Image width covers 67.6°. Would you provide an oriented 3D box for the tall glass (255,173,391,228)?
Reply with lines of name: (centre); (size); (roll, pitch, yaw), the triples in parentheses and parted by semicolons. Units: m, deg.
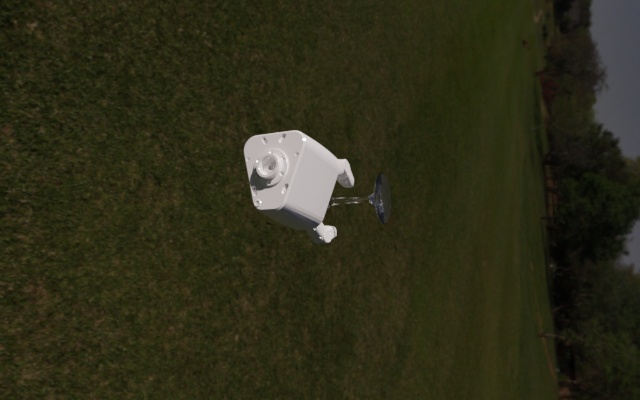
tall glass: (0.001, 0.002, 0.731); (0.201, 0.079, 0.079); (-4, -2, 24)
